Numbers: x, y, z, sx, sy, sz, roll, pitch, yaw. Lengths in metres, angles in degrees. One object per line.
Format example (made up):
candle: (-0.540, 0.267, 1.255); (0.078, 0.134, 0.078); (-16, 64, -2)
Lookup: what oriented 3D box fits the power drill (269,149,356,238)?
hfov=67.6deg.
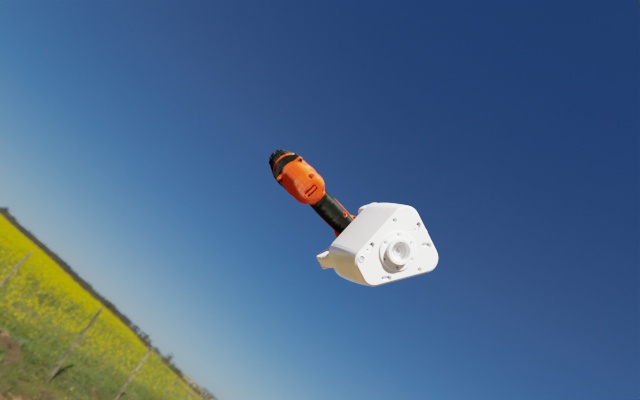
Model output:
power drill: (0.001, 0.003, 0.744); (0.188, 0.057, 0.184); (44, 2, -26)
